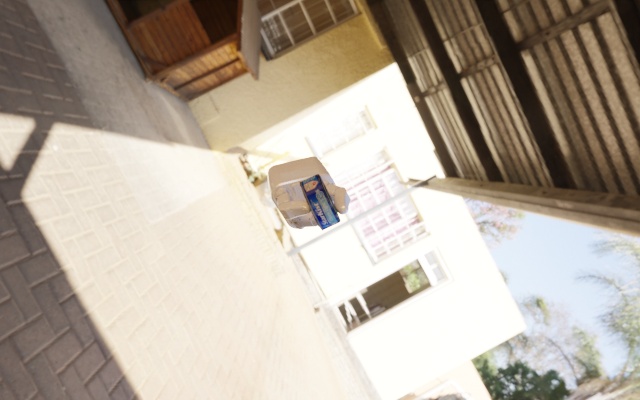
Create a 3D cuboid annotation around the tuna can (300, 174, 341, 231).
[{"bbox_3d":[0.001,0.002,0.748,0.034,0.086,0.086,-25,-2,3],"label":"tuna can"}]
